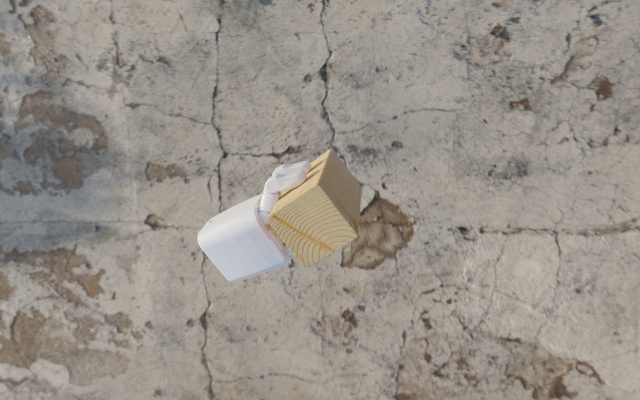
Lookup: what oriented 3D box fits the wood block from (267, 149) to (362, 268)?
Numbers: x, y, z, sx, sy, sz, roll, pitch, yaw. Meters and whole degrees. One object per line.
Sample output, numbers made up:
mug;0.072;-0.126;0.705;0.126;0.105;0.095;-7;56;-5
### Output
wood block;0.000;0.003;0.721;0.090;0.091;0.206;-33;13;16
